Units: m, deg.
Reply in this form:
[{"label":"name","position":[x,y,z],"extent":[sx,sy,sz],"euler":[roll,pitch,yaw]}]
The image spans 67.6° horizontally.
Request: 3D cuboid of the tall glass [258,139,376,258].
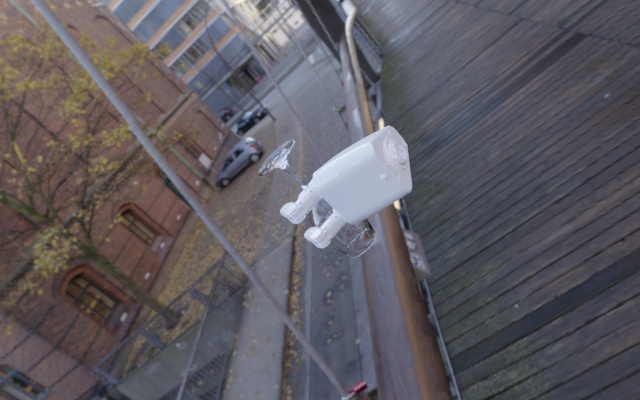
[{"label":"tall glass","position":[0.000,0.002,0.737],"extent":[0.201,0.079,0.079],"euler":[46,-20,-20]}]
